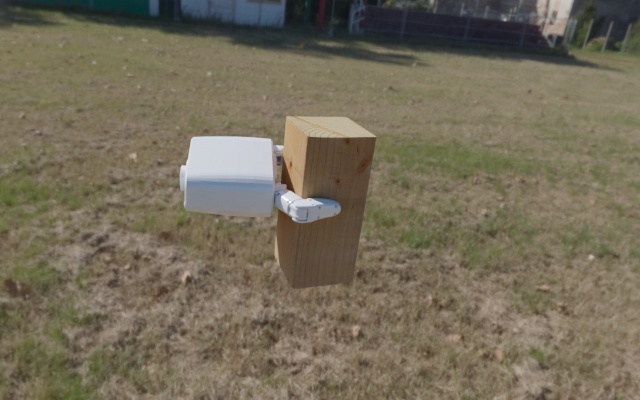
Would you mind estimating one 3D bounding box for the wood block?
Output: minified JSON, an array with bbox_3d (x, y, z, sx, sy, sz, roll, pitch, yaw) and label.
[{"bbox_3d":[0.000,0.002,0.630,0.090,0.206,0.090,-3,26,-22],"label":"wood block"}]
